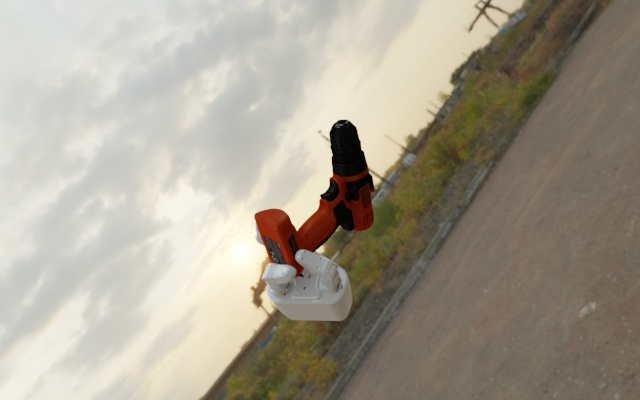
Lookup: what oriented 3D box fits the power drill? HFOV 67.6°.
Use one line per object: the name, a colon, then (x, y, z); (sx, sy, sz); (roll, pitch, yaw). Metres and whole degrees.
power drill: (0.000, 0.003, 0.663); (0.187, 0.185, 0.057); (-36, 39, -29)
